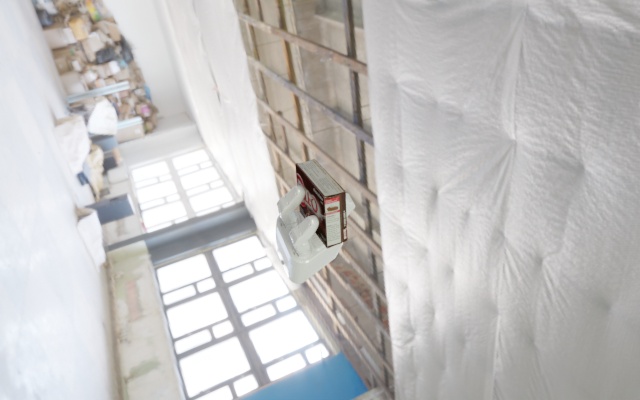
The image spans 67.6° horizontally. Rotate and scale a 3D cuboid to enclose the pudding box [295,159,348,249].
[{"bbox_3d":[0.000,0.002,0.712,0.039,0.090,0.113,-18,35,-19],"label":"pudding box"}]
